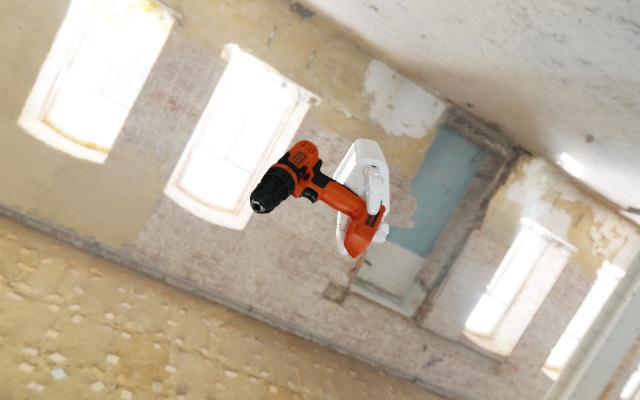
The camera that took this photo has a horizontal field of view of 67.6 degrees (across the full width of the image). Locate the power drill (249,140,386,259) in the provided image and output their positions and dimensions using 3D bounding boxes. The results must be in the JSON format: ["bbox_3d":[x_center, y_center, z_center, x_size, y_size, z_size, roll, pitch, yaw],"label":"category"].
[{"bbox_3d":[0.001,0.003,0.727,0.057,0.187,0.184,-50,3,41],"label":"power drill"}]
